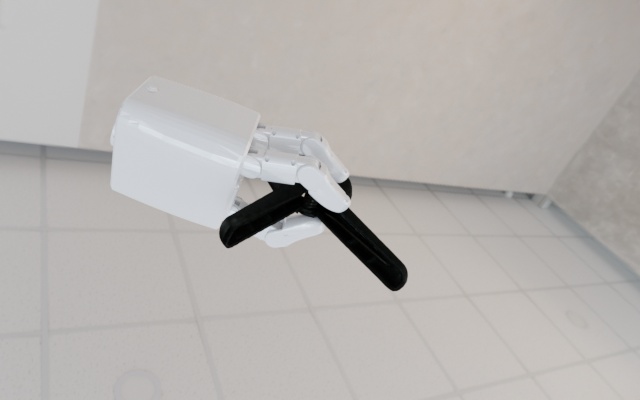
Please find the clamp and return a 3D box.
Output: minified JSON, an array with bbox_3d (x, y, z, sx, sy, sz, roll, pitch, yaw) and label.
[{"bbox_3d":[0.000,0.002,0.464,0.164,0.036,0.209,21,29,-11],"label":"clamp"}]
